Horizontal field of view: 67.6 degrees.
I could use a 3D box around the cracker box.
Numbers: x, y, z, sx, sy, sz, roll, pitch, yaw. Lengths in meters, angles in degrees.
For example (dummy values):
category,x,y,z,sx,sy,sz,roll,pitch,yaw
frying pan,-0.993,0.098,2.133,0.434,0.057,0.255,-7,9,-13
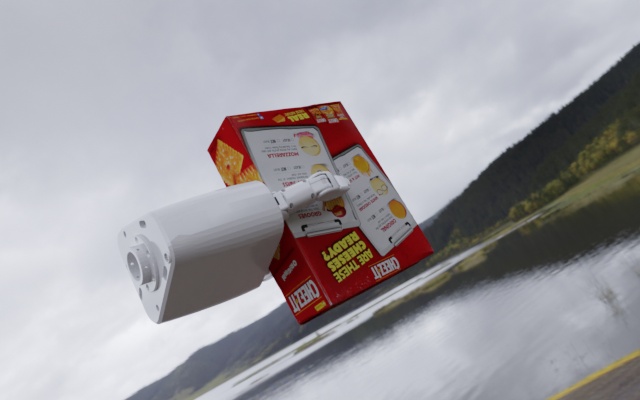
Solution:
category,x,y,z,sx,sy,sz,roll,pitch,yaw
cracker box,0.000,0.001,0.518,0.164,0.213,0.072,-17,-18,-40
